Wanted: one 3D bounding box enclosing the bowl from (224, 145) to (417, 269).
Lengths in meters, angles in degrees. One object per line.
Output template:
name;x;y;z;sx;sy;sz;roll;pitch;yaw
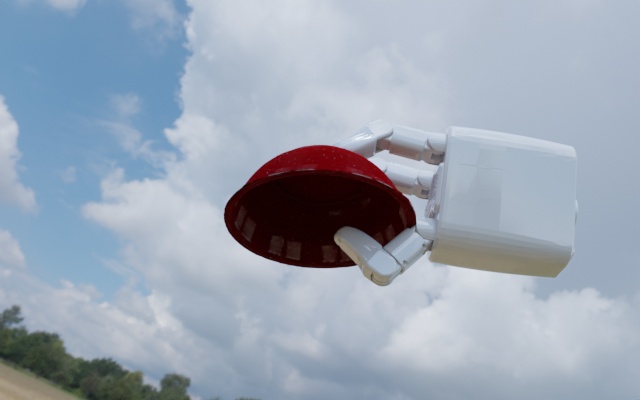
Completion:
bowl;-0.001;0.001;0.417;0.162;0.055;0.162;1;-33;1
